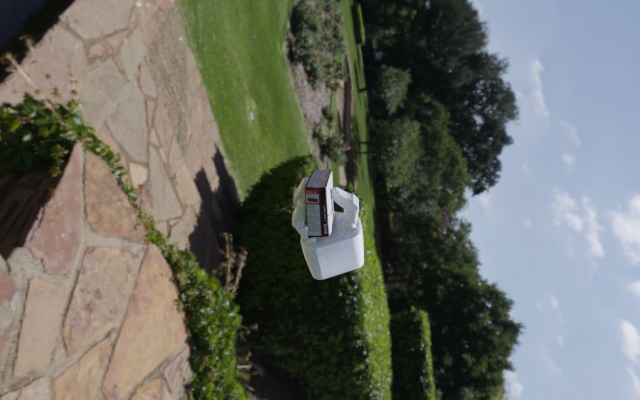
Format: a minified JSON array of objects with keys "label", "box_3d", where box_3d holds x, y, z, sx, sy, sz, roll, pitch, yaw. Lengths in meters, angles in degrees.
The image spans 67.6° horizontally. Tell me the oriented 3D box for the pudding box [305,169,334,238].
[{"label":"pudding box","box_3d":[0.000,0.003,0.818,0.039,0.090,0.113,-2,18,6]}]
